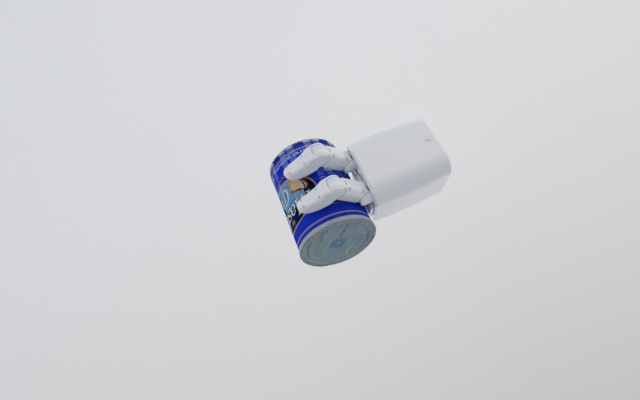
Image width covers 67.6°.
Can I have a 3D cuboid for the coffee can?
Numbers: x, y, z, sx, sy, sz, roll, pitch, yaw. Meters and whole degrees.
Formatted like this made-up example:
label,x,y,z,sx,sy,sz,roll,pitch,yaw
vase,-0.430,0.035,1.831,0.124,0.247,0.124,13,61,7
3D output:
label,x,y,z,sx,sy,sz,roll,pitch,yaw
coffee can,0.000,0.002,0.637,0.103,0.140,0.103,-16,-35,-11
